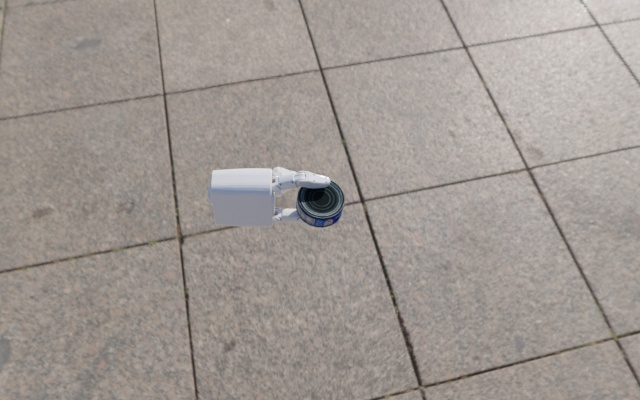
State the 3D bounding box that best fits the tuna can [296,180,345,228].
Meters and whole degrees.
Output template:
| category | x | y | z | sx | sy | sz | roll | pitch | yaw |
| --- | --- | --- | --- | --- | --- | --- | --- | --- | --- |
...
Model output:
| category | x | y | z | sx | sy | sz | roll | pitch | yaw |
| --- | --- | --- | --- | --- | --- | --- | --- | --- | --- |
| tuna can | 0.000 | 0.002 | 0.844 | 0.086 | 0.086 | 0.034 | 0 | -30 | -7 |
